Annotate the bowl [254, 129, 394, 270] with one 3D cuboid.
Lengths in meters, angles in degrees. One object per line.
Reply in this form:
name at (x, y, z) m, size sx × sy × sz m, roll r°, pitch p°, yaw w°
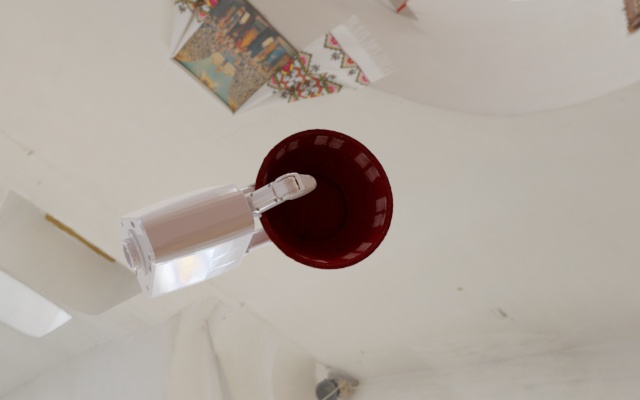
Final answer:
bowl at (0.001, 0.002, 0.554) m, size 0.162 × 0.162 × 0.055 m, roll 0°, pitch -13°, yaw -17°
